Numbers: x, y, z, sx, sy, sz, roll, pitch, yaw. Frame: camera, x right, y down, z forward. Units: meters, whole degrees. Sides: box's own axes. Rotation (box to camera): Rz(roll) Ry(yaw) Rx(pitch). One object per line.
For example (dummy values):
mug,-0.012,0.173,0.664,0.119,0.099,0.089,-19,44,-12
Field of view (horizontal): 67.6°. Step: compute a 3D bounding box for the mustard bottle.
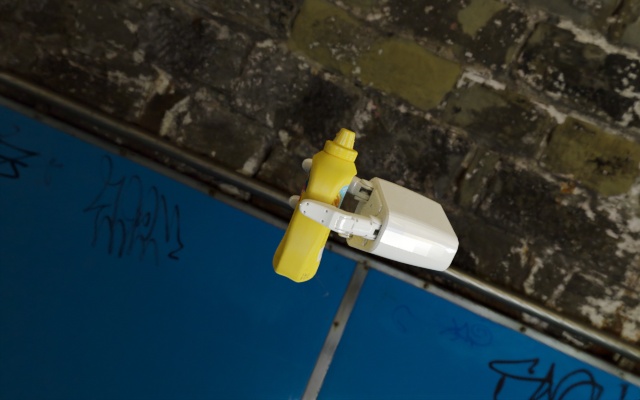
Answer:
mustard bottle,0.000,0.002,0.602,0.058,0.192,0.096,24,12,7
